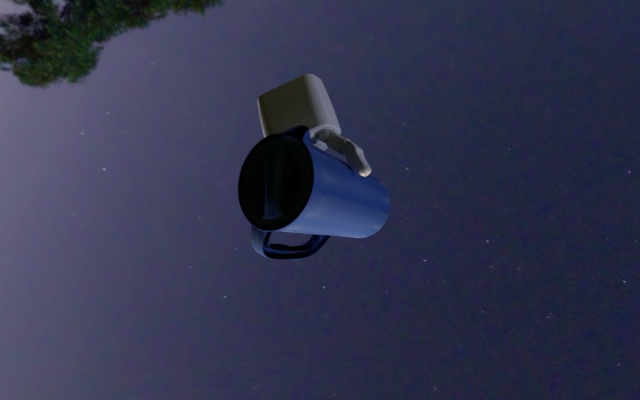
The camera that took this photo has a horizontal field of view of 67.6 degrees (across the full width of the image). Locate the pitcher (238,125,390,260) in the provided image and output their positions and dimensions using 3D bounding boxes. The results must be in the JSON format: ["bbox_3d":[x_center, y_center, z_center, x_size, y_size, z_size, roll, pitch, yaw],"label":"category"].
[{"bbox_3d":[0.000,0.002,0.721,0.149,0.145,0.243,-30,-26,28],"label":"pitcher"}]
